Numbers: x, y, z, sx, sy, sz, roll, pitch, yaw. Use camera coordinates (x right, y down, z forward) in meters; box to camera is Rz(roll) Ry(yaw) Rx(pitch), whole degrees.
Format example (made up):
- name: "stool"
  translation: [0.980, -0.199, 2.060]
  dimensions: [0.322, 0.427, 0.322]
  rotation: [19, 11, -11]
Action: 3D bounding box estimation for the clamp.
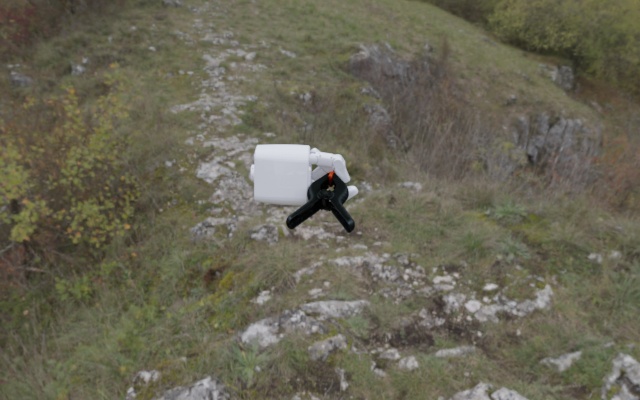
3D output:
- name: "clamp"
  translation: [0.000, 0.002, 0.885]
  dimensions: [0.120, 0.039, 0.171]
  rotation: [3, 33, -1]
